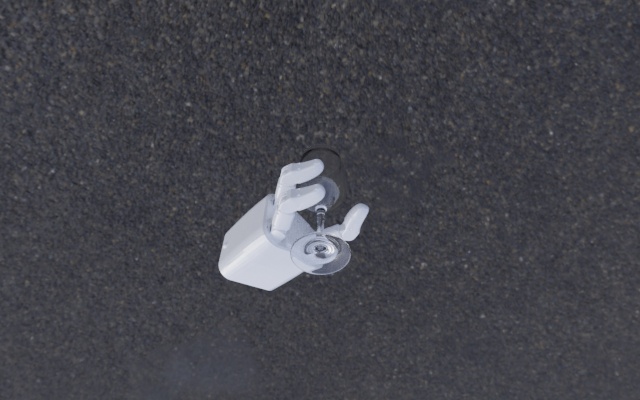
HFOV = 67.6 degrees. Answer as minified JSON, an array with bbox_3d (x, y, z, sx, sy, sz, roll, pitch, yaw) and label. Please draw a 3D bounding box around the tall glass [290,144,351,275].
[{"bbox_3d":[0.000,0.003,0.657,0.079,0.079,0.200,0,40,1],"label":"tall glass"}]
